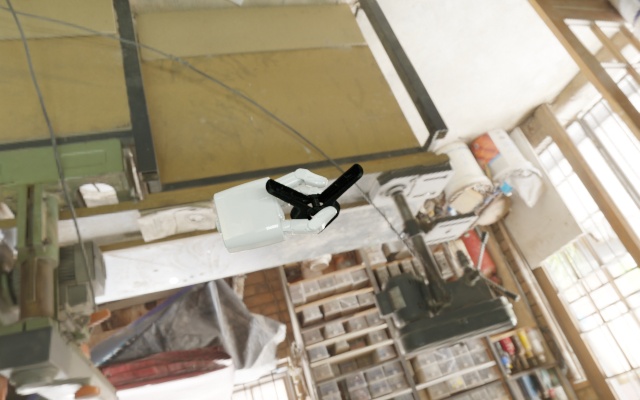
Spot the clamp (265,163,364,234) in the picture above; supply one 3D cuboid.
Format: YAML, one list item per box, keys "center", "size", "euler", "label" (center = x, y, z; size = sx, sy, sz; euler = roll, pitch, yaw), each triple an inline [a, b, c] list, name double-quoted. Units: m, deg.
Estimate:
- center: [0.000, 0.004, 0.865]
  size: [0.164, 0.036, 0.210]
  euler: [-13, -28, 1]
  label: "clamp"
